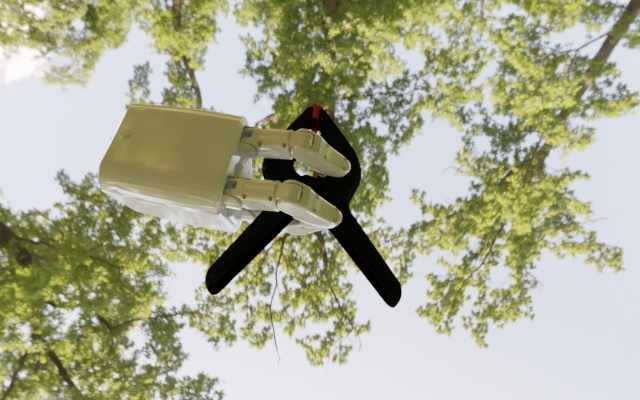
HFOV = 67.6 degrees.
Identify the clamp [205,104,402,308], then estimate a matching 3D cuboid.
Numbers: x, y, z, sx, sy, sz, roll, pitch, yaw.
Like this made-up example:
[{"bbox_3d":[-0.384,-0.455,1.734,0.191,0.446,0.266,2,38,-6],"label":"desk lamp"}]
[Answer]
[{"bbox_3d":[0.000,0.001,0.445,0.164,0.209,0.036,11,-30,0],"label":"clamp"}]
